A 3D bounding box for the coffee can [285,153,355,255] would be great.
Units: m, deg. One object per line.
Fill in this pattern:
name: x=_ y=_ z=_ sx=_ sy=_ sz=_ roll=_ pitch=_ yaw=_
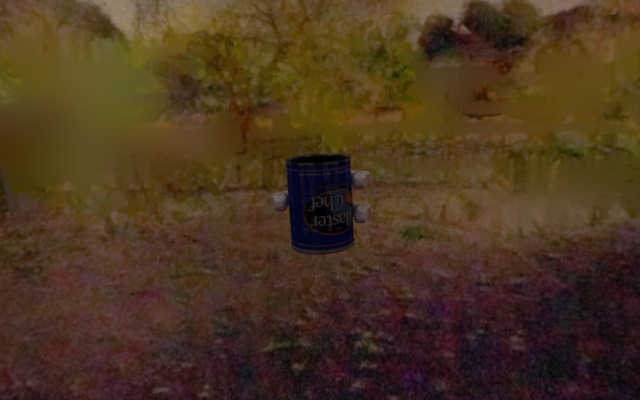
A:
coffee can: x=0.000 y=0.003 z=0.752 sx=0.103 sy=0.140 sz=0.102 roll=-3 pitch=13 yaw=1
